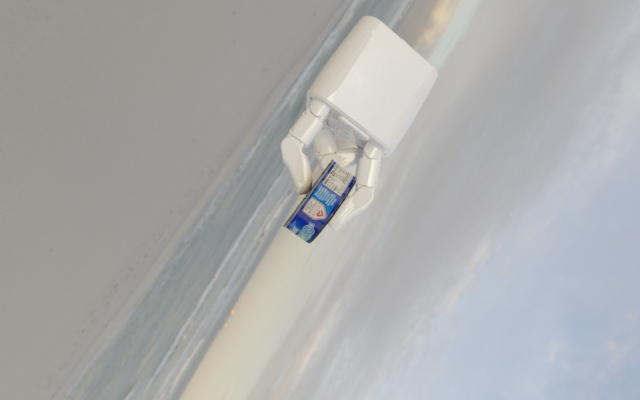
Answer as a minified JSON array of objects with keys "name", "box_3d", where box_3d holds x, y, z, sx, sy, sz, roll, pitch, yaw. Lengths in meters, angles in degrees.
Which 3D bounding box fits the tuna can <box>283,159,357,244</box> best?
[{"name":"tuna can","box_3d":[0.001,0.002,0.491,0.034,0.086,0.086,36,-2,-2]}]
